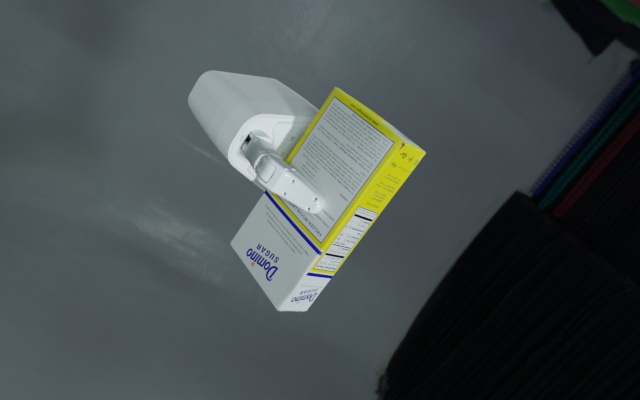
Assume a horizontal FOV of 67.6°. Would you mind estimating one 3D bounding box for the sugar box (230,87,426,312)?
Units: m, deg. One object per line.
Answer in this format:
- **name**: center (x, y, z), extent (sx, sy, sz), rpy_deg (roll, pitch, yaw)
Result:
- **sugar box**: center (0.000, 0.001, 0.418), extent (0.048, 0.176, 0.093), rpy_deg (15, 25, -50)
